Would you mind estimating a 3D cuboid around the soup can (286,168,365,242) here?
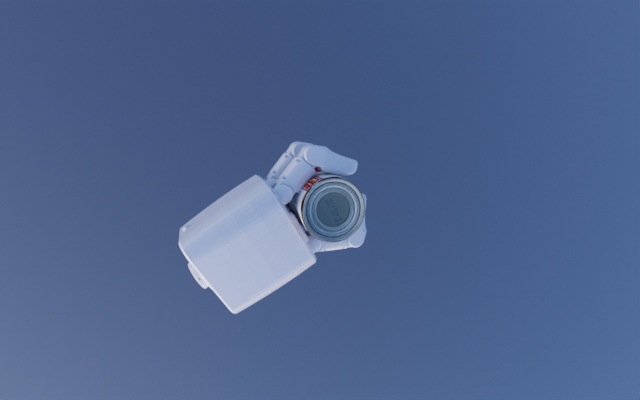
[{"bbox_3d":[0.001,0.002,0.515,0.068,0.068,0.102,0,9,-15],"label":"soup can"}]
